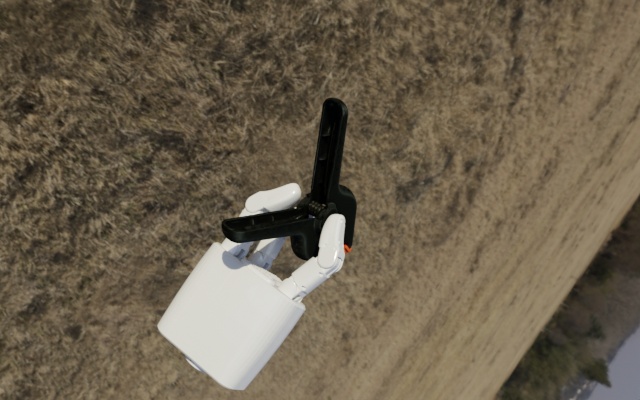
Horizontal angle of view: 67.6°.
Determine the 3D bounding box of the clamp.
[{"bbox_3d":[0.001,0.002,0.505,0.036,0.164,0.210,33,-7,31],"label":"clamp"}]
